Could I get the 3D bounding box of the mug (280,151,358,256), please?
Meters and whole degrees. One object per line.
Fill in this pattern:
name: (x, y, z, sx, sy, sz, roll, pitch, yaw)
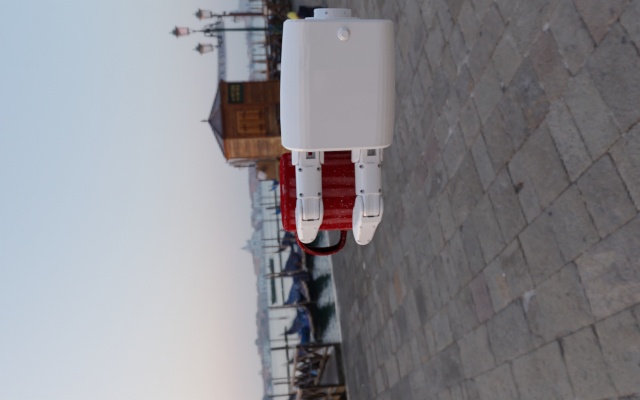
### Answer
mug: (0.000, 0.003, 0.500, 0.081, 0.117, 0.093, -2, 17, -7)
